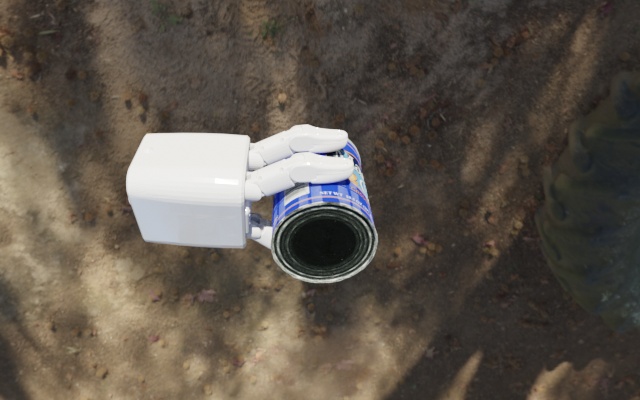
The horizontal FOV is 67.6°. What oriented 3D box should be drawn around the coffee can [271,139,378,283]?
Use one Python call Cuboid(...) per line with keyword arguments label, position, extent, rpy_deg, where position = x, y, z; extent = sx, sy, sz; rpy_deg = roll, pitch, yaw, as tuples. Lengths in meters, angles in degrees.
Cuboid(label="coffee can", position=(0.000, 0.002, 0.508), extent=(0.103, 0.103, 0.140), rpy_deg=(0, 37, -4))
